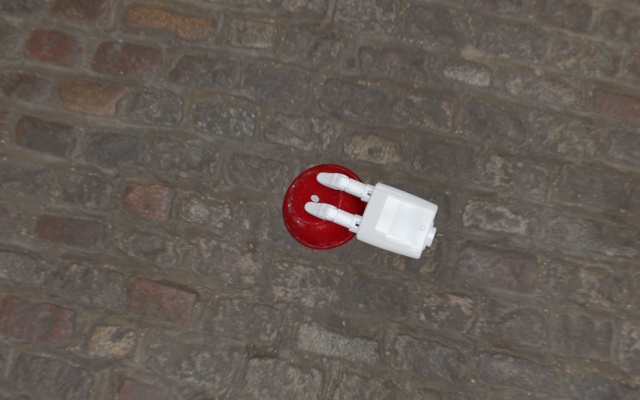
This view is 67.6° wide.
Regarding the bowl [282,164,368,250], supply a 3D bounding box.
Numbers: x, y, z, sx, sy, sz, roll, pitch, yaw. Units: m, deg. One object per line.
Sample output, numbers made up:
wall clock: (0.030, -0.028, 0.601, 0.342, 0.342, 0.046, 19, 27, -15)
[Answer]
bowl: (-0.001, 0.003, 0.837, 0.162, 0.162, 0.055, 0, -16, 17)
